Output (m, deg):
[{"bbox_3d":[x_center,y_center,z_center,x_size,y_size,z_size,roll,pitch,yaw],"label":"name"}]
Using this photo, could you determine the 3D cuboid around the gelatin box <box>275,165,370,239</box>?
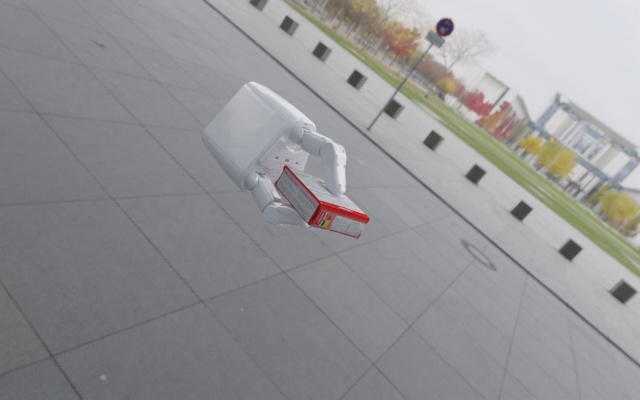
[{"bbox_3d":[0.000,0.001,0.522,0.073,0.030,0.089,18,18,-40],"label":"gelatin box"}]
